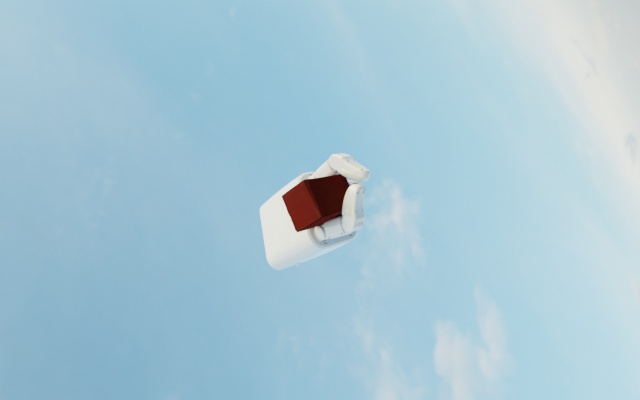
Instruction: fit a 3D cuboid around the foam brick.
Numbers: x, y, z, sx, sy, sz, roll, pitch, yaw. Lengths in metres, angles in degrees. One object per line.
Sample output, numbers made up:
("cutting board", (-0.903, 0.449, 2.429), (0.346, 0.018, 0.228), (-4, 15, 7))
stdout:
("foam brick", (0.000, 0.002, 0.611), (0.078, 0.053, 0.051), (-12, -14, -48))
